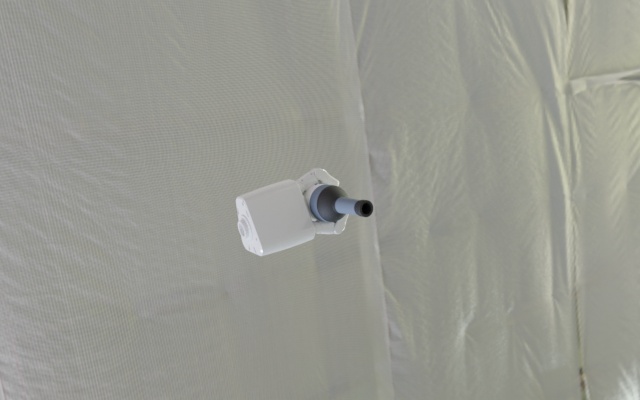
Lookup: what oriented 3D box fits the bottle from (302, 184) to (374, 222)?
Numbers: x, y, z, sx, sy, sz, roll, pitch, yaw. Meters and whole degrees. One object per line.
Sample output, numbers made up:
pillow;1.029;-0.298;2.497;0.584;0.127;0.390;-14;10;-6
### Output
bottle;0.000;0.003;0.878;0.069;0.069;0.295;0;4;-30
